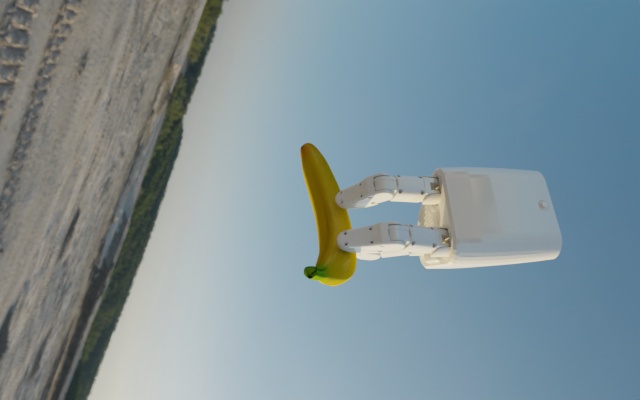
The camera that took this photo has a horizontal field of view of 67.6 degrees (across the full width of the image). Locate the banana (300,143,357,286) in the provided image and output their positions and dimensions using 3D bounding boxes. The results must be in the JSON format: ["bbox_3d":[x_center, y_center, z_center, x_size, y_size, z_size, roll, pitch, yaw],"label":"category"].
[{"bbox_3d":[0.007,0.017,0.480,0.037,0.070,0.197,-21,38,11],"label":"banana"}]
